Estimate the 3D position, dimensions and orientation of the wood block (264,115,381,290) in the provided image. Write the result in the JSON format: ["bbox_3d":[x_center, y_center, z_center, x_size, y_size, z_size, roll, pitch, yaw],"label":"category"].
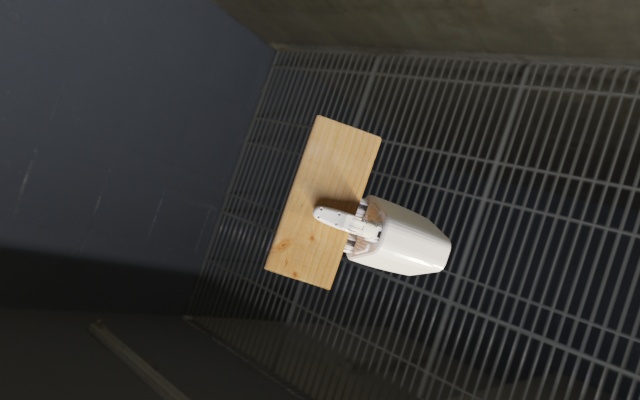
[{"bbox_3d":[0.000,0.002,0.644,0.090,0.206,0.091,19,-2,-5],"label":"wood block"}]
